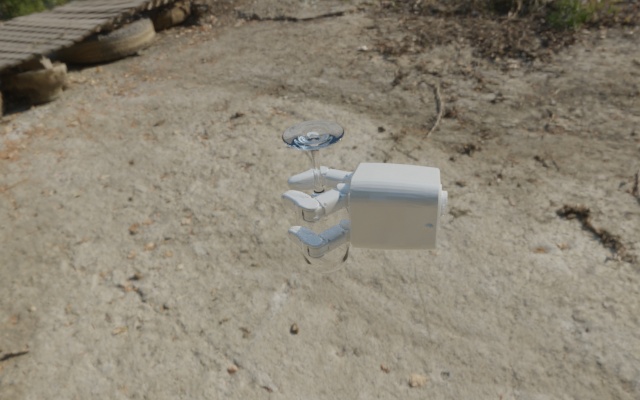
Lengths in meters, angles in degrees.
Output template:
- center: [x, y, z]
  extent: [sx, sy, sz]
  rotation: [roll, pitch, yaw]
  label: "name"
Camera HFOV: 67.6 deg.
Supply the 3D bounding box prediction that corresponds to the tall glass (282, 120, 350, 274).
- center: [0.000, 0.001, 0.623]
  extent: [0.079, 0.201, 0.079]
  rotation: [-4, 35, 3]
  label: "tall glass"
